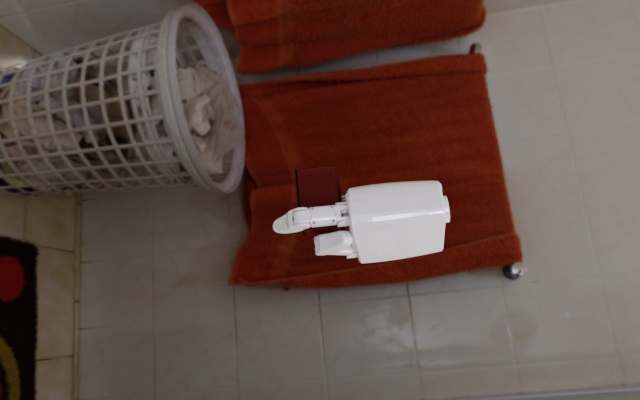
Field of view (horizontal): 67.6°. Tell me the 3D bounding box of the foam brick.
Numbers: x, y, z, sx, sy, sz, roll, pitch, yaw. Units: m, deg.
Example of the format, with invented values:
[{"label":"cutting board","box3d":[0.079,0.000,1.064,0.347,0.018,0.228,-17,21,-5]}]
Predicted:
[{"label":"foam brick","box3d":[0.000,0.002,0.598,0.051,0.078,0.053,-8,-15,8]}]
